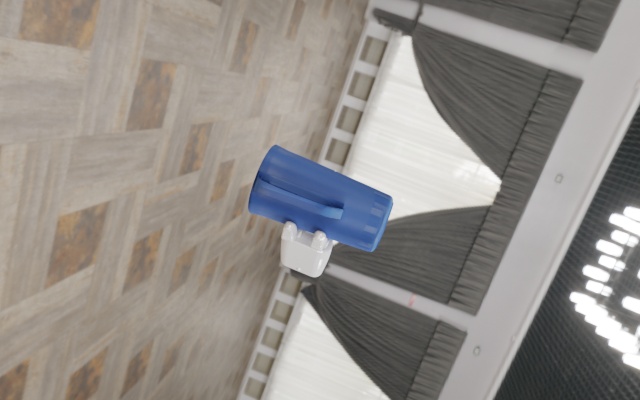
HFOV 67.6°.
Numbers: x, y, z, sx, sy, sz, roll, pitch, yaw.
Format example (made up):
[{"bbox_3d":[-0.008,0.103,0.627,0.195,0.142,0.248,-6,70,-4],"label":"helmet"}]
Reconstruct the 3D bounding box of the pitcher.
[{"bbox_3d":[0.000,0.003,0.851,0.243,0.149,0.145,21,-39,6],"label":"pitcher"}]
